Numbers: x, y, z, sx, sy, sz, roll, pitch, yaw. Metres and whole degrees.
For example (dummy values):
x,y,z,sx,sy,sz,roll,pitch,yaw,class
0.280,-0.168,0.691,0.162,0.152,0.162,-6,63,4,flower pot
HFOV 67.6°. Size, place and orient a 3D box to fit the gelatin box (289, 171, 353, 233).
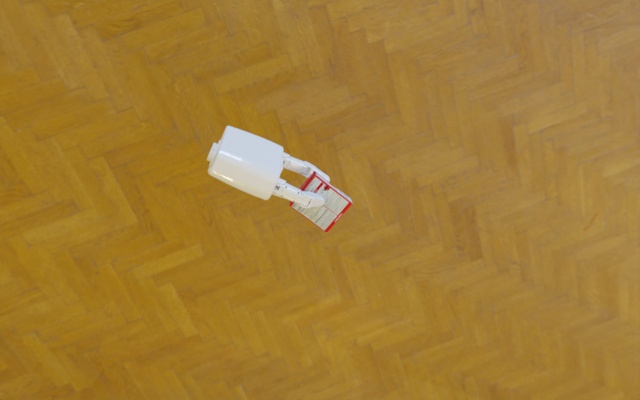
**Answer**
x,y,z,sx,sy,sz,roll,pitch,yaw,class
0.000,0.003,0.850,0.089,0.073,0.030,37,12,-15,gelatin box
